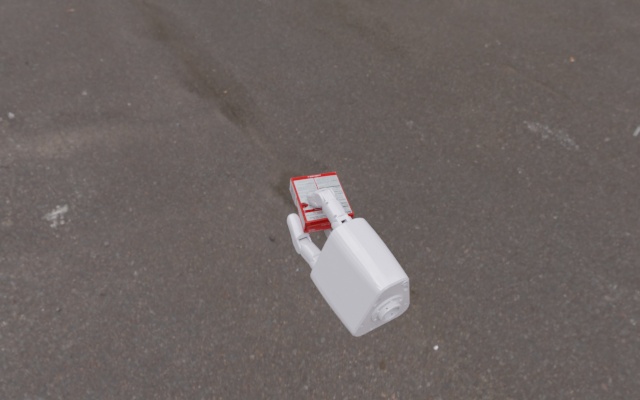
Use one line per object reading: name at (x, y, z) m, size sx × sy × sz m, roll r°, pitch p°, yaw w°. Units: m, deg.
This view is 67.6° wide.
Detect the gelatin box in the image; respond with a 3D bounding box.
gelatin box at (0.000, 0.002, 0.710) m, size 0.073 × 0.089 × 0.030 m, roll -9°, pitch -37°, yaw -16°
